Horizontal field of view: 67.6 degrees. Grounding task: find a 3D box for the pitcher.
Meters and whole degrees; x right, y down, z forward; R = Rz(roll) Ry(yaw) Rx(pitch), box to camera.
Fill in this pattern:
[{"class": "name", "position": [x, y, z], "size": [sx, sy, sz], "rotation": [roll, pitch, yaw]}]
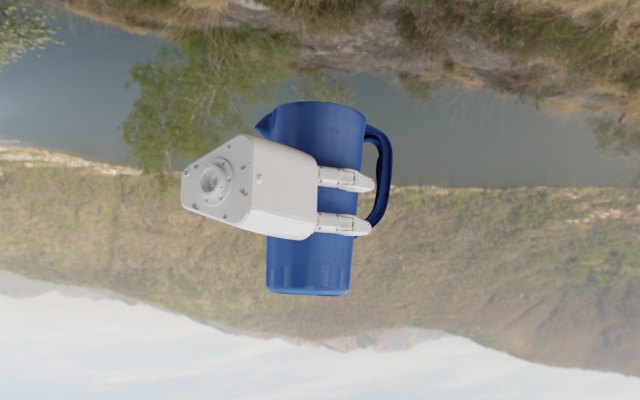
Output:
[{"class": "pitcher", "position": [0.000, 0.002, 0.634], "size": [0.149, 0.242, 0.145], "rotation": [-4, -12, 35]}]
